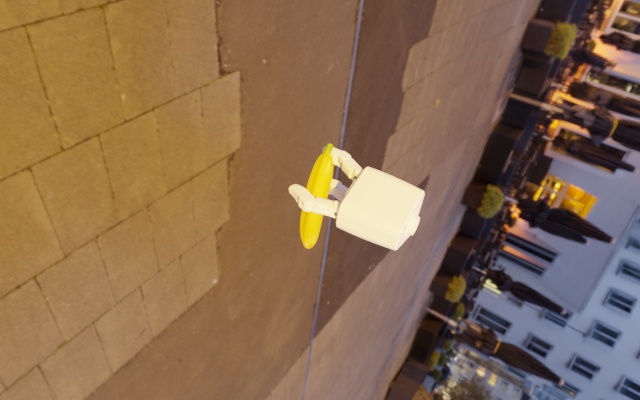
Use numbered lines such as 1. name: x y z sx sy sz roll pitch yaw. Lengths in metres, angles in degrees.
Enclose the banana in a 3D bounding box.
1. banana: -0.006 0.003 0.825 0.037 0.198 0.069 20 18 17
